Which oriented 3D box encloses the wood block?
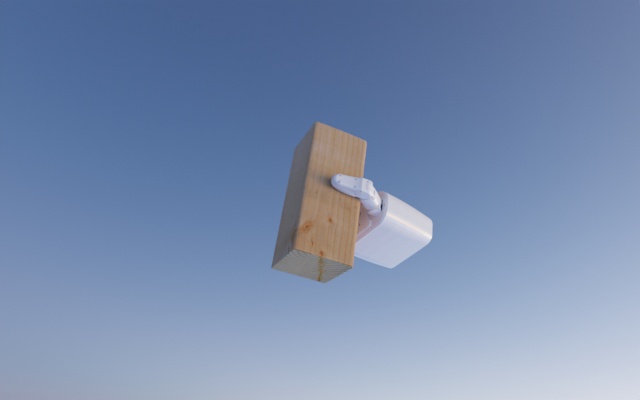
[{"bbox_3d":[0.001,0.002,0.700,0.090,0.206,0.091,19,-30,-18],"label":"wood block"}]
